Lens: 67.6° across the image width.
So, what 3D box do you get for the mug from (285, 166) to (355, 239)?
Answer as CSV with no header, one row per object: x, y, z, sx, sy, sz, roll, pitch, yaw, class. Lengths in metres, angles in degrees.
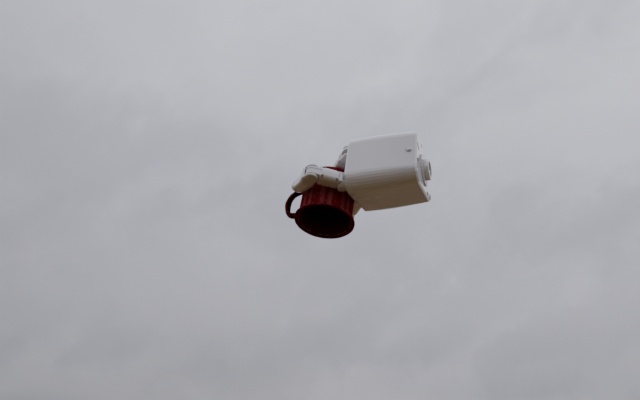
-0.001,0.002,0.752,0.117,0.081,0.093,-7,-40,21,mug
